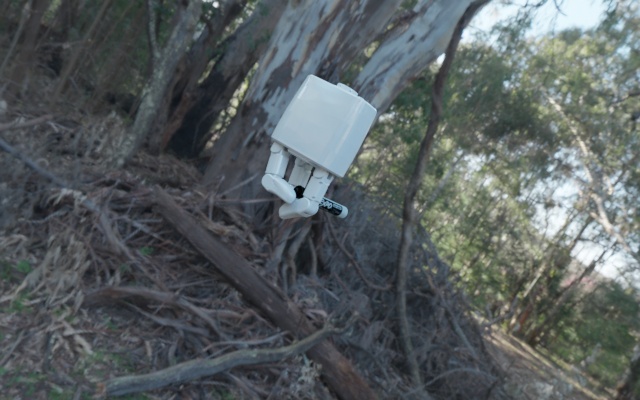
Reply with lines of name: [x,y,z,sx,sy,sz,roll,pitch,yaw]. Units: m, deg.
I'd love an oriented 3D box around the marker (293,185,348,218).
marker: [0.000,0.002,0.701,0.020,0.020,0.121,0,-16,37]
